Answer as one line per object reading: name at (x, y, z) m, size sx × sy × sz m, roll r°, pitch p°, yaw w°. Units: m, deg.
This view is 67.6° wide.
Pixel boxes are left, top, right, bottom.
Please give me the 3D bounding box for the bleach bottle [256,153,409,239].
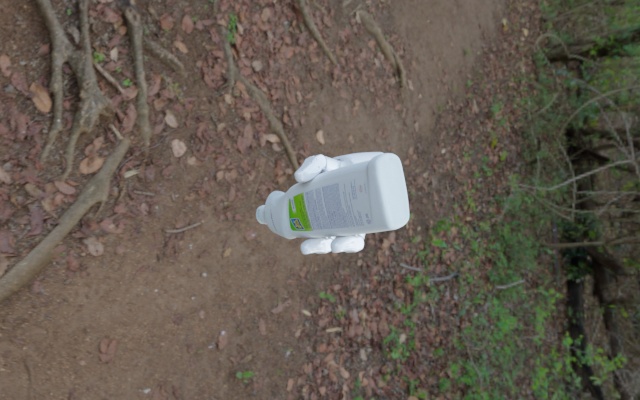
bleach bottle at (0.000, 0.002, 0.690) m, size 0.251 × 0.102 × 0.068 m, roll -8°, pitch 5°, yaw 39°
